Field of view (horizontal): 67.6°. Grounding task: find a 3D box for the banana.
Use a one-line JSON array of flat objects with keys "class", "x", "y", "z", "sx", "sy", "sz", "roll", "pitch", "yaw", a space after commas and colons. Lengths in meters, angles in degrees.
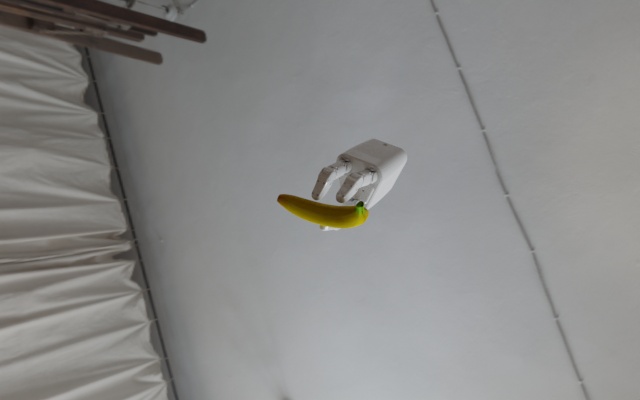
[{"class": "banana", "x": 0.011, "y": 0.016, "z": 0.799, "sx": 0.198, "sy": 0.070, "sz": 0.037, "roll": 3, "pitch": 46, "yaw": 43}]
